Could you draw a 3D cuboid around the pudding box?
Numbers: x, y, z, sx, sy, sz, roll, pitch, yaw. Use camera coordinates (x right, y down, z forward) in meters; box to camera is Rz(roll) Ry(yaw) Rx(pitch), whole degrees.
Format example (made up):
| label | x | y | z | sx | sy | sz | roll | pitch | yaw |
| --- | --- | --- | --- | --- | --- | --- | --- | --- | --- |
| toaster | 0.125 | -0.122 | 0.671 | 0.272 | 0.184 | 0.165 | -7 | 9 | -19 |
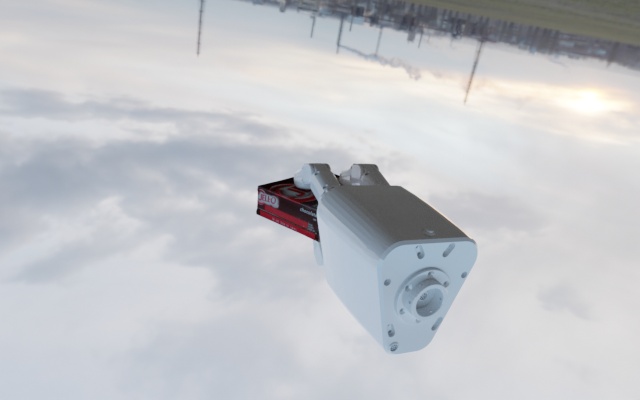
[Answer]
| label | x | y | z | sx | sy | sz | roll | pitch | yaw |
| --- | --- | --- | --- | --- | --- | --- | --- | --- | --- |
| pudding box | 0.000 | 0.002 | 0.520 | 0.090 | 0.039 | 0.113 | 22 | 23 | 33 |
